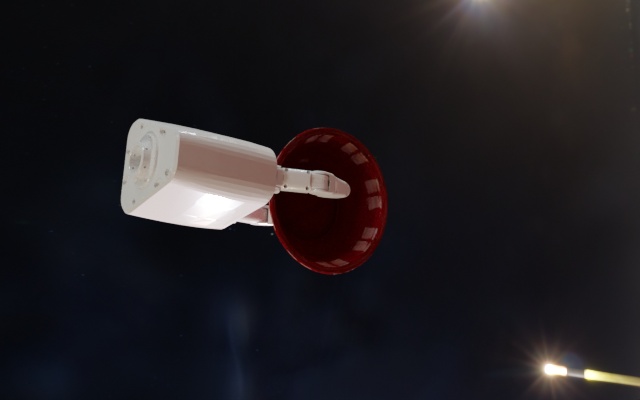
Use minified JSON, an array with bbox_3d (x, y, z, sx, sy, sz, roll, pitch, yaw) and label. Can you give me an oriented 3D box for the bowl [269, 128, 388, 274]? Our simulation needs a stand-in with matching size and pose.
[{"bbox_3d":[0.001,0.002,0.546,0.162,0.162,0.055,0,-5,-34],"label":"bowl"}]
